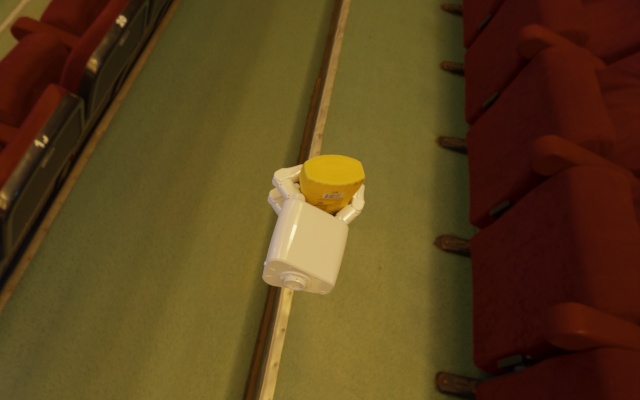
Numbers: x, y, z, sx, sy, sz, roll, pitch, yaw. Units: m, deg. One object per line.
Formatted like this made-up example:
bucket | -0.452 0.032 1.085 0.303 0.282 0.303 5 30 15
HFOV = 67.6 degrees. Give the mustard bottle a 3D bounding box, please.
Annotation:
mustard bottle | 0.000 0.002 0.789 0.096 0.058 0.192 -3 -31 -18
